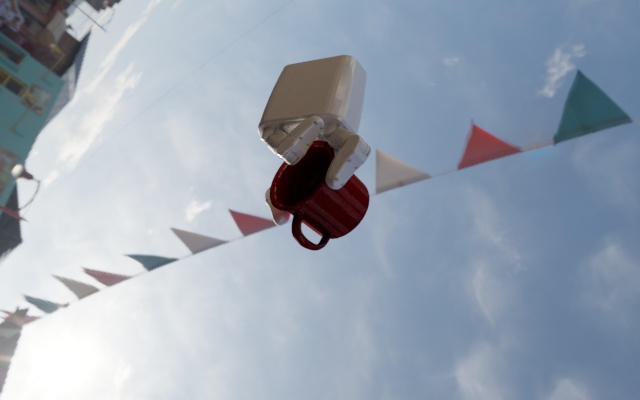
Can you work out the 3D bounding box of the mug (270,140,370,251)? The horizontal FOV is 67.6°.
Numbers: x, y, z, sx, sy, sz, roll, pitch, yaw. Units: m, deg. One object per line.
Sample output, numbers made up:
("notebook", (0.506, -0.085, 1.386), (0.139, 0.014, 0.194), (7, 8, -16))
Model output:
("mug", (0.000, 0.003, 0.542), (0.093, 0.117, 0.081), (-14, -41, 39))
